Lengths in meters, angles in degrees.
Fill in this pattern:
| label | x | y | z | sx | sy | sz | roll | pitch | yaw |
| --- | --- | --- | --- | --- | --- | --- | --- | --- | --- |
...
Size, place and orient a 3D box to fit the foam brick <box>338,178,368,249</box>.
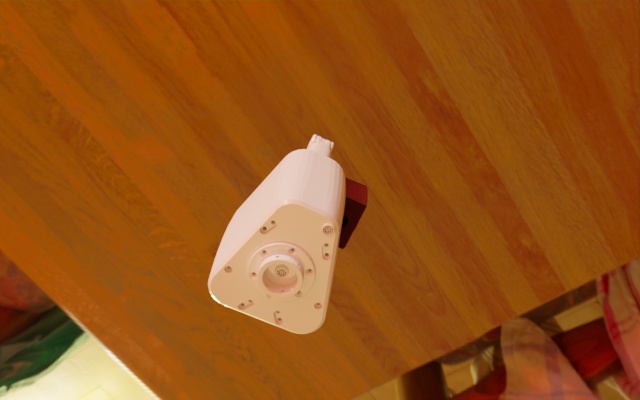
| label | x | y | z | sx | sy | sz | roll | pitch | yaw |
| --- | --- | --- | --- | --- | --- | --- | --- | --- | --- |
| foam brick | 0.000 | 0.002 | 0.461 | 0.078 | 0.053 | 0.051 | 23 | 23 | -7 |
